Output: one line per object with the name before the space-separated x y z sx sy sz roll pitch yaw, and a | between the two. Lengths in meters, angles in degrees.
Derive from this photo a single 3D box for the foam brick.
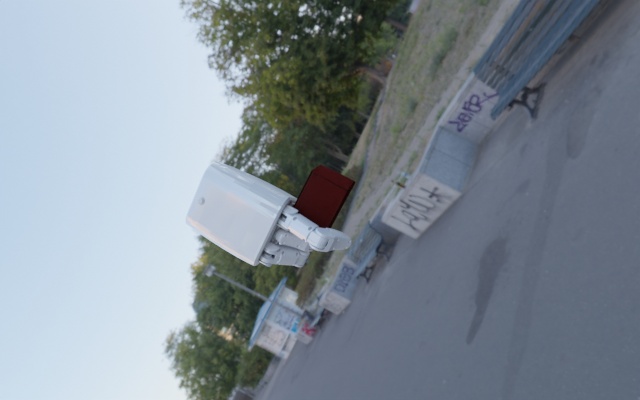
foam brick | 0.000 0.002 0.599 0.051 0.078 0.053 30 18 6
